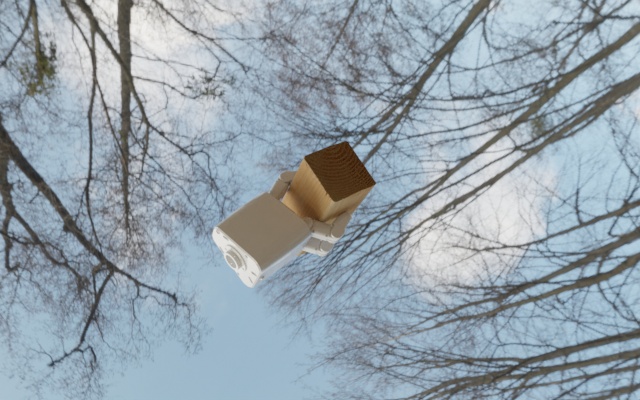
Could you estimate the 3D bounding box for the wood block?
[{"bbox_3d":[0.000,0.003,0.819,0.090,0.090,0.206,-24,-18,-30],"label":"wood block"}]
